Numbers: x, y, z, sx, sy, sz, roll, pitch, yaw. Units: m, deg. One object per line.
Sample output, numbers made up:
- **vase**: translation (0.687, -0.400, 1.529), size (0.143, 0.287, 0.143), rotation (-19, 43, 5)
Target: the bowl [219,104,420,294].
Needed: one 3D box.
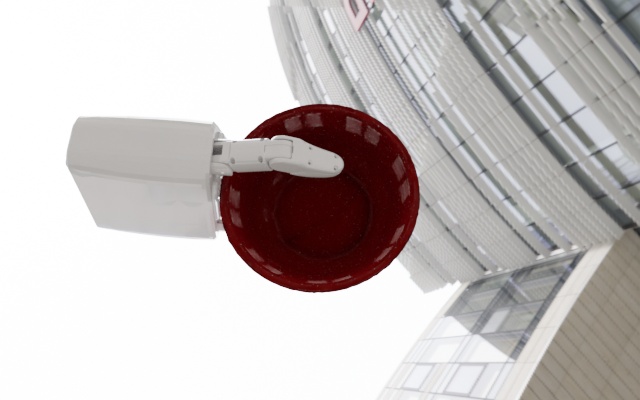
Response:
- **bowl**: translation (0.001, 0.002, 0.406), size (0.162, 0.162, 0.055), rotation (0, -19, 5)
